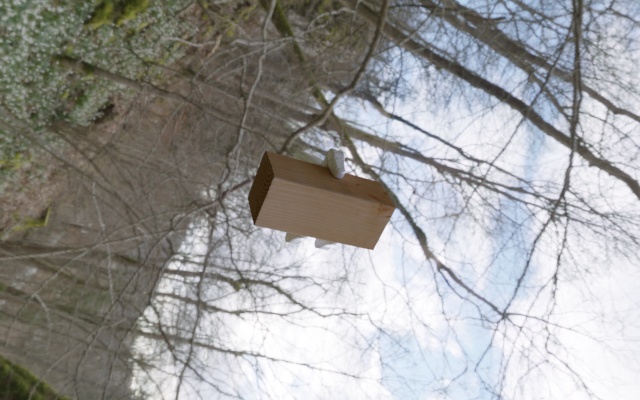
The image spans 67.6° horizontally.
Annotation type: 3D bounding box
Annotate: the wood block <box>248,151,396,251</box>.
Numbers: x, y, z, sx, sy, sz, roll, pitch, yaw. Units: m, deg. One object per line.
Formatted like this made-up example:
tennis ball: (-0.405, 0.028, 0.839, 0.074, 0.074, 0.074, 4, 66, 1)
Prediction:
wood block: (0.000, 0.002, 0.759, 0.206, 0.091, 0.090, 13, 26, -23)
